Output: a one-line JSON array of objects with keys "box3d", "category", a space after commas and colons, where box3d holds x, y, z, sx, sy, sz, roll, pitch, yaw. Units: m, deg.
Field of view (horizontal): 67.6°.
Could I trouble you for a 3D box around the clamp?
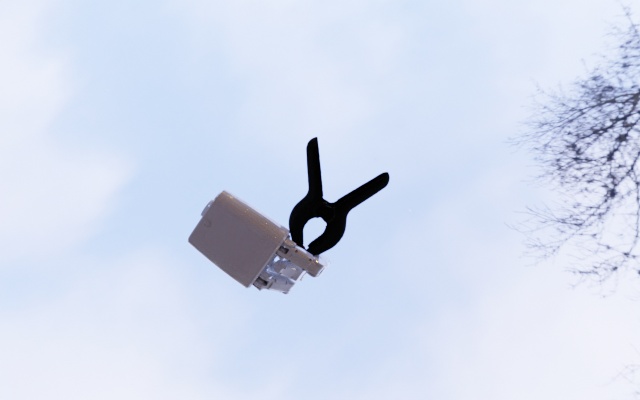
[{"box3d": [0.000, 0.002, 0.650, 0.120, 0.171, 0.039, 35, 8, -3], "category": "clamp"}]
